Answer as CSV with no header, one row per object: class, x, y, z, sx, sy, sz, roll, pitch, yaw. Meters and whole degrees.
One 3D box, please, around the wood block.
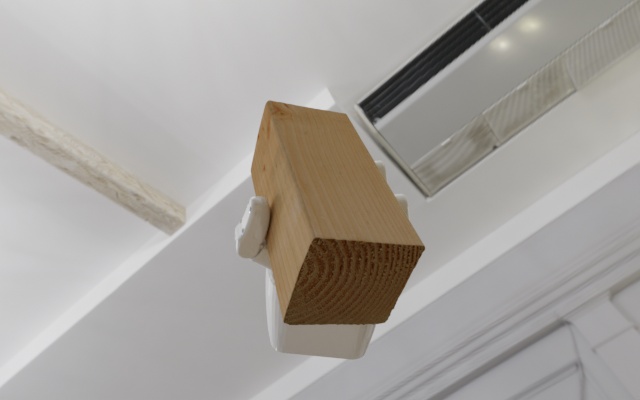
wood block,0.000,0.002,0.430,0.091,0.090,0.206,5,35,-21
